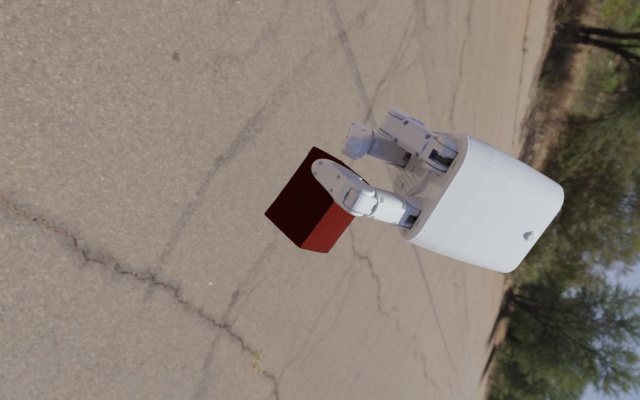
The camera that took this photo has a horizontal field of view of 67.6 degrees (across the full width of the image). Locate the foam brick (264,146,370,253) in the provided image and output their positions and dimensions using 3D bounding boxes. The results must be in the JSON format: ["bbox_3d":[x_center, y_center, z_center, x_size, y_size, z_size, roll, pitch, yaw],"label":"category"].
[{"bbox_3d":[0.000,0.002,0.431,0.053,0.078,0.051,43,11,30],"label":"foam brick"}]
